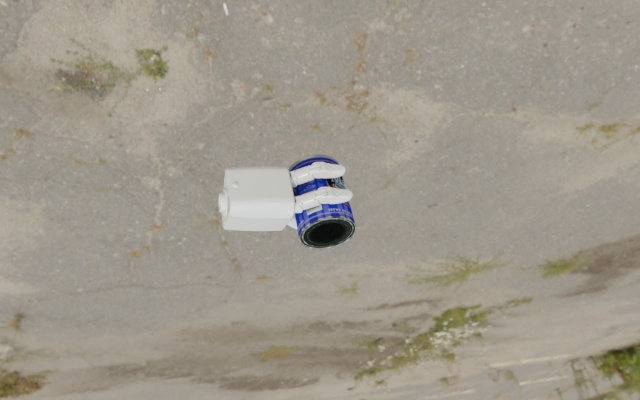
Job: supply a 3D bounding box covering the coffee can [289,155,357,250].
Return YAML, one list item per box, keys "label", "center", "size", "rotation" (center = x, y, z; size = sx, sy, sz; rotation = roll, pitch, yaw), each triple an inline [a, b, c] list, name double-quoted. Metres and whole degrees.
- label: "coffee can"
  center: [0.000, 0.003, 0.861]
  size: [0.103, 0.140, 0.103]
  rotation: [-9, -35, -6]
